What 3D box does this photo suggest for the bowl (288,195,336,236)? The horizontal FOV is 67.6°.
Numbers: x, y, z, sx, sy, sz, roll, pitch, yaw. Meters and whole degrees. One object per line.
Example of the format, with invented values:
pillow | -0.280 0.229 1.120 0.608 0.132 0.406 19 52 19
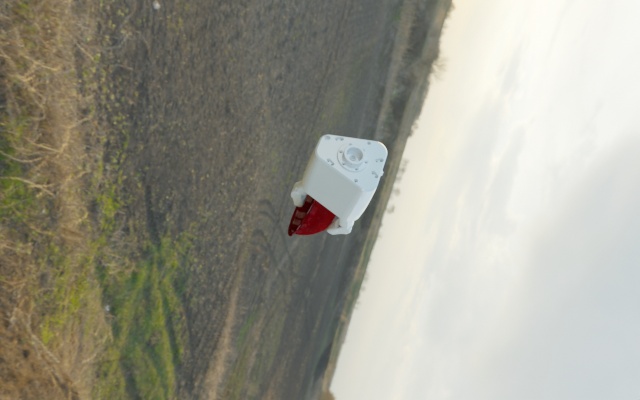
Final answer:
bowl | 0.000 0.003 0.875 0.055 0.162 0.162 27 -5 -11
